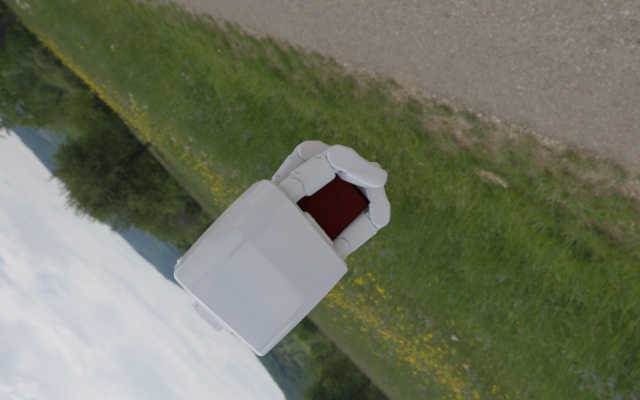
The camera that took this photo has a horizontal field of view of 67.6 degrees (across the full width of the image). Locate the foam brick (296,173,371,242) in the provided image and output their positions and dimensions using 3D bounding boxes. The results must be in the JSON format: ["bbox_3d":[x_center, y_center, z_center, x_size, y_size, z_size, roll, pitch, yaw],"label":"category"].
[{"bbox_3d":[0.000,0.001,0.451,0.051,0.053,0.078,-44,10,-13],"label":"foam brick"}]
